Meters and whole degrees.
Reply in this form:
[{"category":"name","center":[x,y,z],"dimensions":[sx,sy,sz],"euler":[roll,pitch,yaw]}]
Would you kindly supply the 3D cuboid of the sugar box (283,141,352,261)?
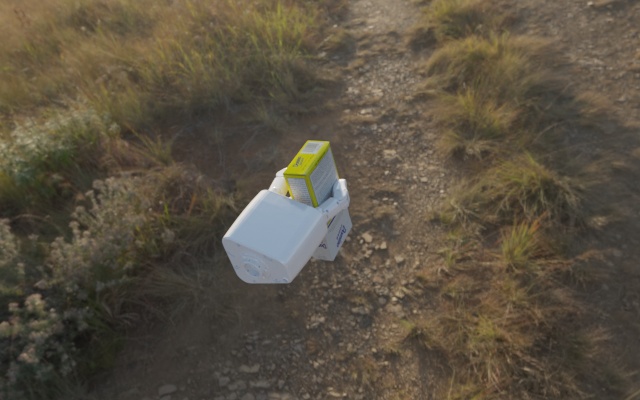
[{"category":"sugar box","center":[0.000,0.002,0.763],"dimensions":[0.048,0.176,0.093],"euler":[7,41,26]}]
